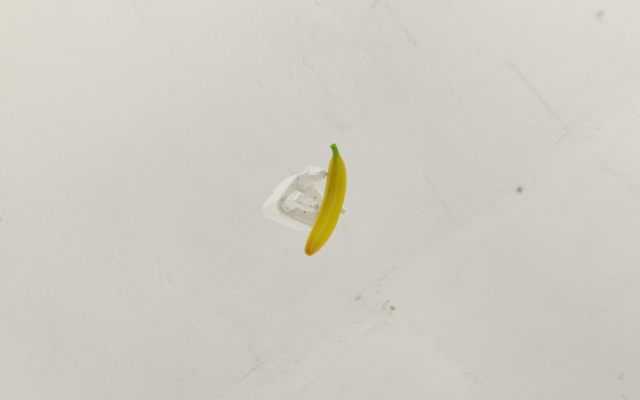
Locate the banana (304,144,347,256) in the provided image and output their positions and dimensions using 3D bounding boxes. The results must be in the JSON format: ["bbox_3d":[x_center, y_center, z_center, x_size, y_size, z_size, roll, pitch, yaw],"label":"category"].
[{"bbox_3d":[0.012,0.005,0.831,0.037,0.197,0.070,2,-16,39],"label":"banana"}]
